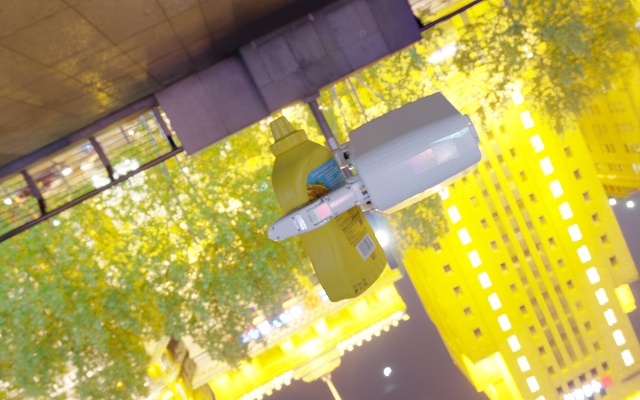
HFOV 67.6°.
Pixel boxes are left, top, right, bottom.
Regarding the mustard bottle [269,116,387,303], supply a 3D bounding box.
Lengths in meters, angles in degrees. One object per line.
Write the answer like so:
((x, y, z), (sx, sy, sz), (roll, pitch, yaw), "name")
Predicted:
((0.000, 0.002, 0.494), (0.058, 0.191, 0.096), (-22, 10, 35), "mustard bottle")
